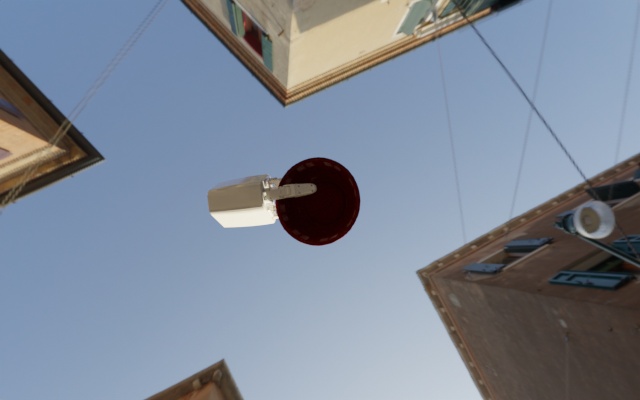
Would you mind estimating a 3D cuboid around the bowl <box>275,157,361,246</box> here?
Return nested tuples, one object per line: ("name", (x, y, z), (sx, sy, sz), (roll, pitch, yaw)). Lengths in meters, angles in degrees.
("bowl", (0.002, 0.003, 0.890), (0.162, 0.162, 0.055), (0, -3, 16))
